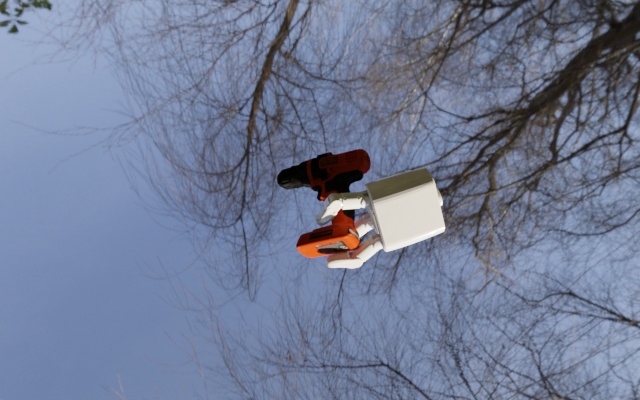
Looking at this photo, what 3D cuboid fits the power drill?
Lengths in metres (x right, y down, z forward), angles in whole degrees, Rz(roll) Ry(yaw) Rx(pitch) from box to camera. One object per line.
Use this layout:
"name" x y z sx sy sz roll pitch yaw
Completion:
"power drill" 0.000 0.003 0.843 0.184 0.187 0.057 -13 -32 24
